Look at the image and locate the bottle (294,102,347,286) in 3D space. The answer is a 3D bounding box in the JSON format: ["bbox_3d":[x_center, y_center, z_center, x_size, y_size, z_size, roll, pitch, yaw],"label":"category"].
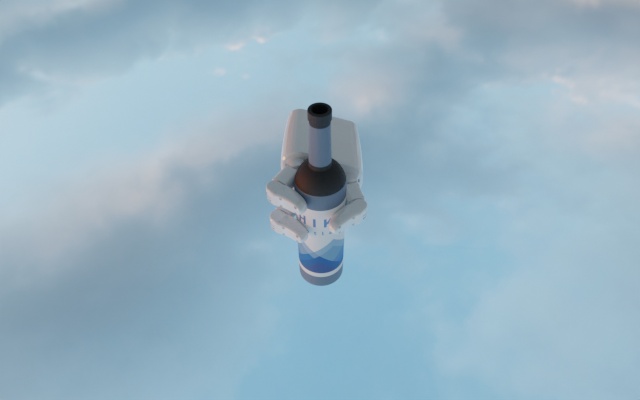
[{"bbox_3d":[0.000,0.002,0.627,0.069,0.069,0.296,0,-44,1],"label":"bottle"}]
